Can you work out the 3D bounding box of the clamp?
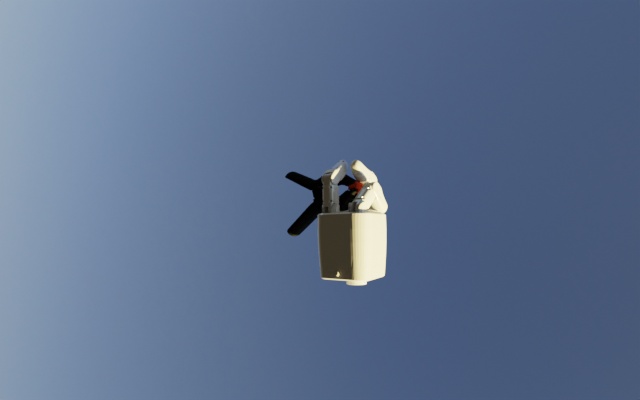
[{"bbox_3d":[0.001,0.003,0.836,0.171,0.120,0.039,-4,-5,42],"label":"clamp"}]
